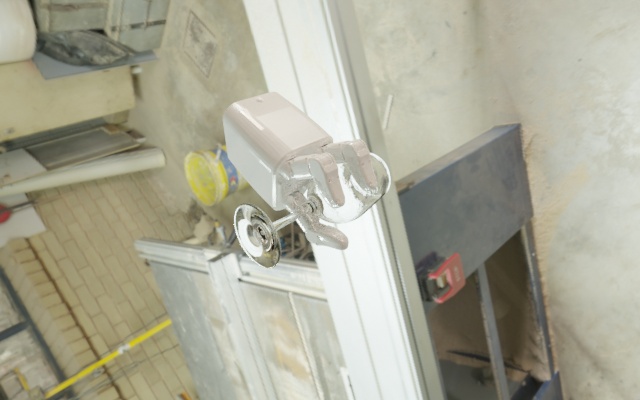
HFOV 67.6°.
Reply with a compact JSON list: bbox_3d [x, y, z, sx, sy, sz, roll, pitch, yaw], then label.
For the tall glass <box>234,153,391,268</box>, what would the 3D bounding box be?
[{"bbox_3d":[0.000,0.002,0.561,0.201,0.079,0.079,-27,18,-40],"label":"tall glass"}]
